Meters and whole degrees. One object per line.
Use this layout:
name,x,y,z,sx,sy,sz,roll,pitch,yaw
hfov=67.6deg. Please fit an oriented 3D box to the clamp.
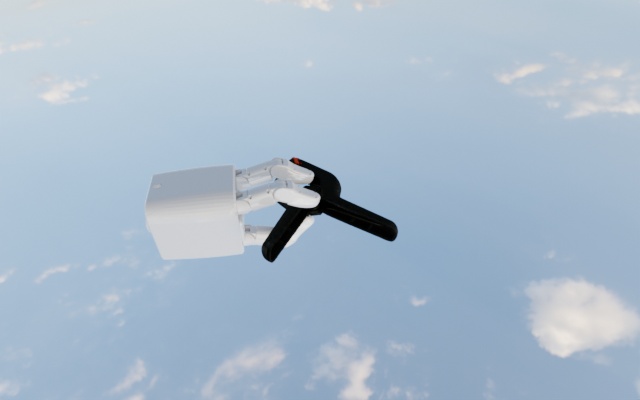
clamp,0.000,0.002,0.629,0.164,0.036,0.209,-4,33,-8
